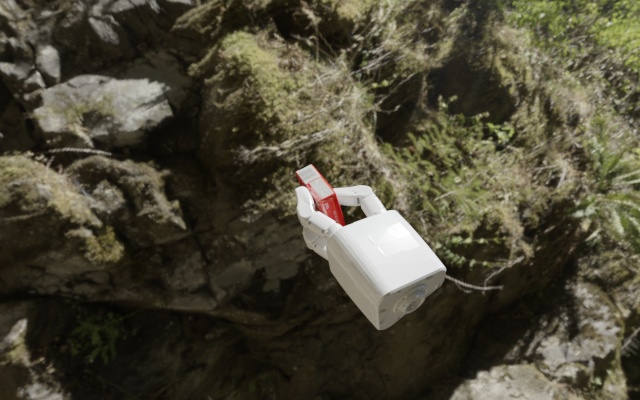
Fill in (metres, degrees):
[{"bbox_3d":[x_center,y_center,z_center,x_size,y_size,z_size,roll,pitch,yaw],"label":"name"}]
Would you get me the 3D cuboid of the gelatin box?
[{"bbox_3d":[0.000,0.002,0.679,0.030,0.073,0.089,-26,40,-10],"label":"gelatin box"}]
